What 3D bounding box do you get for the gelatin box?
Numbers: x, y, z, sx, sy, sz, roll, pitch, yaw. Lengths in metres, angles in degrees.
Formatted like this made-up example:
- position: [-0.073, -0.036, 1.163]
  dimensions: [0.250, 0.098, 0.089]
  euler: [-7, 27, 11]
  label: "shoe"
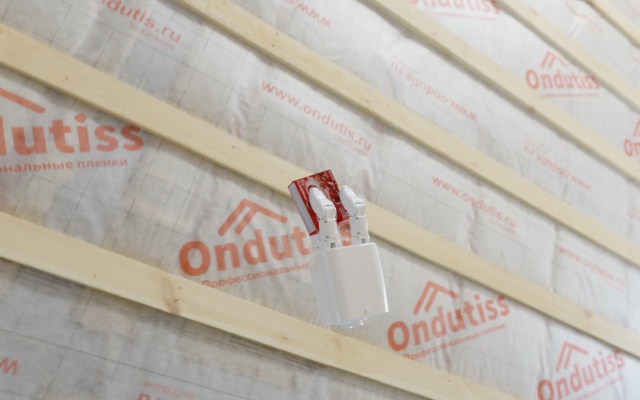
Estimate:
- position: [0.000, 0.002, 0.751]
  dimensions: [0.073, 0.089, 0.030]
  euler: [-20, -11, -32]
  label: "gelatin box"
